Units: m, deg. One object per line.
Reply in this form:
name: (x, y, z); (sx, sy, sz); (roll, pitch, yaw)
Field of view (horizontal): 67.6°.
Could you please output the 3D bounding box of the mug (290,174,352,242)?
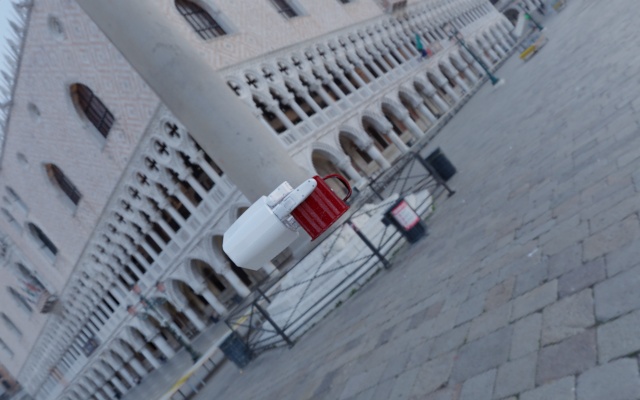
mug: (0.001, 0.002, 0.824); (0.117, 0.081, 0.093); (-42, 0, 1)
